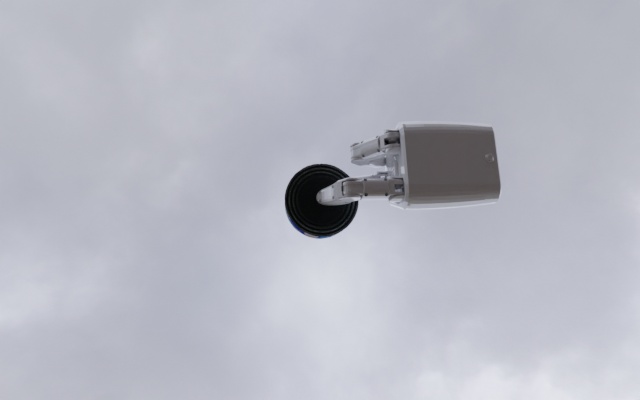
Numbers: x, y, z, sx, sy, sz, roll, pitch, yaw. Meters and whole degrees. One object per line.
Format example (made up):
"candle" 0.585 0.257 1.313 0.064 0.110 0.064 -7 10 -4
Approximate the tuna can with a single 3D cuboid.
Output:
"tuna can" 0.000 0.002 0.565 0.086 0.086 0.034 0 -11 -6
